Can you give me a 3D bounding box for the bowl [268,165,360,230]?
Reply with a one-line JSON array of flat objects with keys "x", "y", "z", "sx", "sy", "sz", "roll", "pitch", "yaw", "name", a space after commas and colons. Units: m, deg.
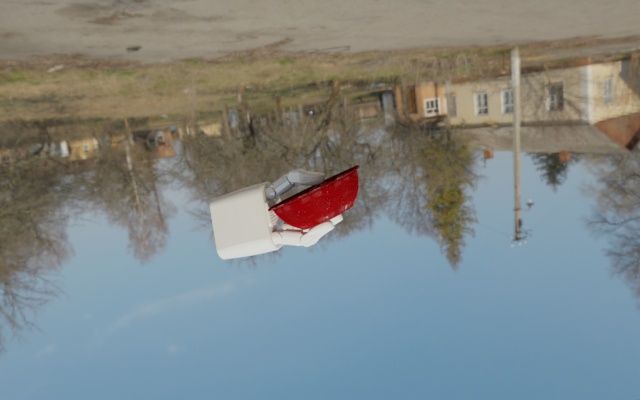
[{"x": 0.001, "y": 0.002, "z": 0.758, "sx": 0.162, "sy": 0.055, "sz": 0.162, "roll": -26, "pitch": 4, "yaw": 2, "name": "bowl"}]
